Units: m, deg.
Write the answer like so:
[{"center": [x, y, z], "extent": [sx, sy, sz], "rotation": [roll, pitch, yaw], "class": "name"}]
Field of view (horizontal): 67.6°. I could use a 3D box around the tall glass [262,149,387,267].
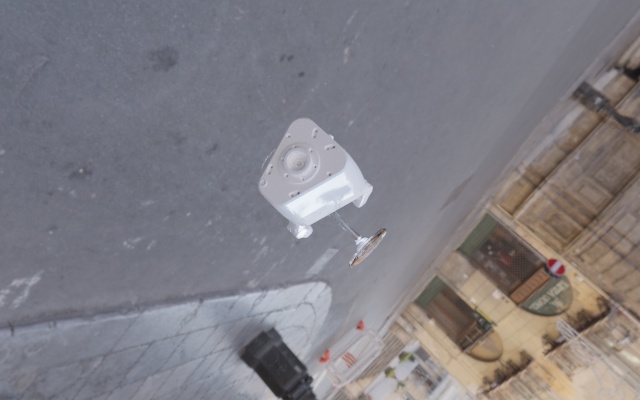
[{"center": [0.001, 0.003, 0.706], "extent": [0.201, 0.079, 0.079], "rotation": [44, 18, 19], "class": "tall glass"}]
